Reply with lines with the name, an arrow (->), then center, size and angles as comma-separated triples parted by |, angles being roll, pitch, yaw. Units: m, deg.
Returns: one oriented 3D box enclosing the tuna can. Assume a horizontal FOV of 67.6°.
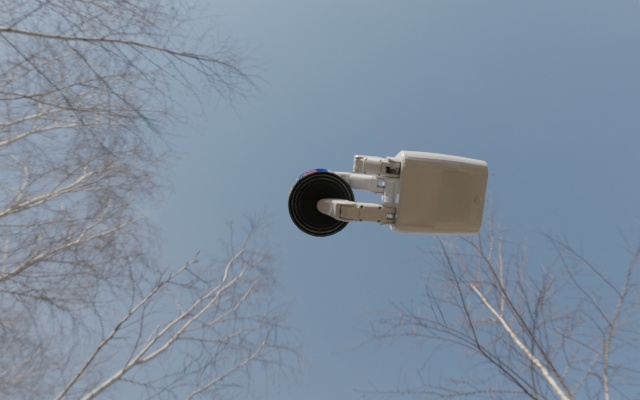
tuna can -> 0.000, 0.002, 0.622 | 0.086, 0.086, 0.033 | 0, 12, -6
